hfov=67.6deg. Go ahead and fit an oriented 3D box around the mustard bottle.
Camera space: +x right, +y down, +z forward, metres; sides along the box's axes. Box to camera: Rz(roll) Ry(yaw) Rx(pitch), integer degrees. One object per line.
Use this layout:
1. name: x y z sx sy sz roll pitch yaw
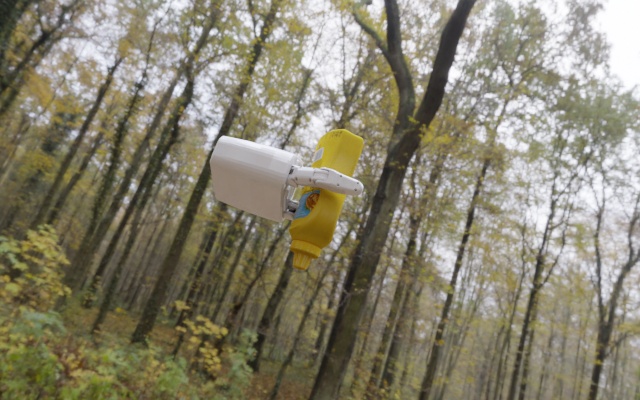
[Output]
1. mustard bottle: 0.001 0.002 0.654 0.058 0.191 0.096 24 -18 -18
